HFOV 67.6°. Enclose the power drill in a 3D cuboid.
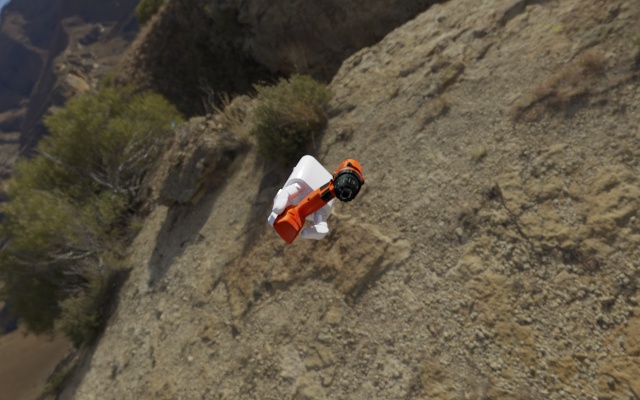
[{"bbox_3d":[0.000,0.003,0.895,0.188,0.057,0.184,-36,8,15],"label":"power drill"}]
